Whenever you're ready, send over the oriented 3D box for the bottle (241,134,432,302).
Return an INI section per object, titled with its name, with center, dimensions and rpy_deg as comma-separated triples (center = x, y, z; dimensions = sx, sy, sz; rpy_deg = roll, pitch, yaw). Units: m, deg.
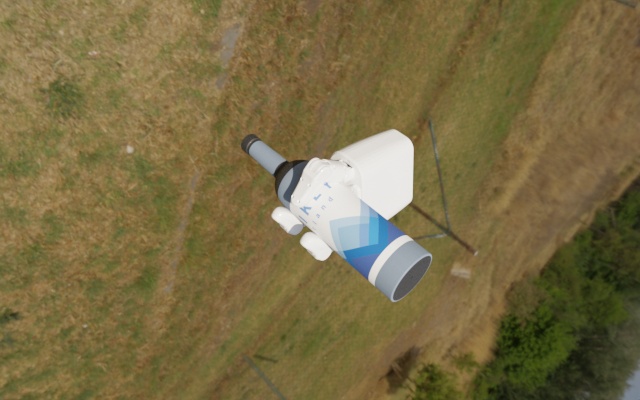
[bottle]
center = 0.000, 0.002, 0.586
dimensions = 0.295, 0.069, 0.069
rpy_deg = 40, 22, 29
